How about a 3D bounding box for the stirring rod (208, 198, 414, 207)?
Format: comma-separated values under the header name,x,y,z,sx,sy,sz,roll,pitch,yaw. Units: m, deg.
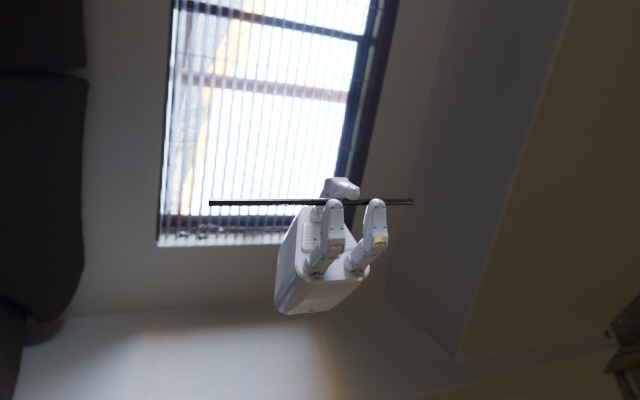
name,x,y,z,sx,sy,sz,roll,pitch,yaw
stirring rod,0.000,0.002,0.515,0.239,0.011,0.011,0,0,-26
